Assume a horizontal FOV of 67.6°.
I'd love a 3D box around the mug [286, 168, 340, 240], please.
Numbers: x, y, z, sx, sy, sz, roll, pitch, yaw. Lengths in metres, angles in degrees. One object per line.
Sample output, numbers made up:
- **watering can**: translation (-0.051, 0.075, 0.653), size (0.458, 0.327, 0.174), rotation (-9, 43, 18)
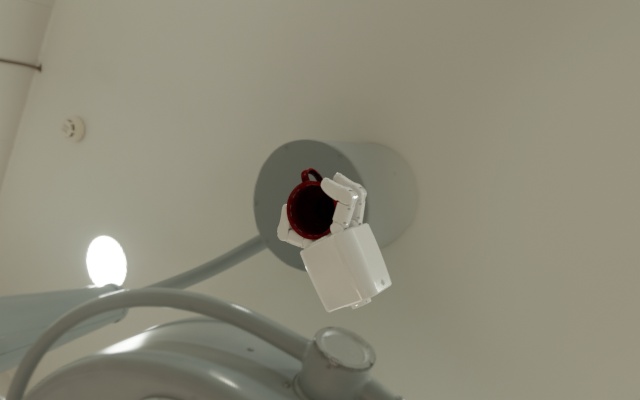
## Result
- **mug**: translation (0.000, 0.001, 0.783), size (0.093, 0.117, 0.081), rotation (-26, -9, 27)
